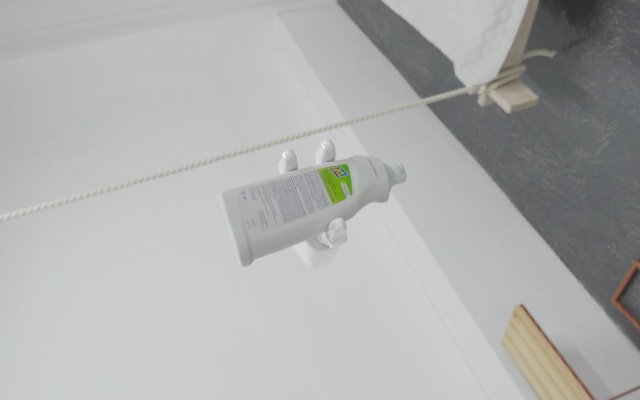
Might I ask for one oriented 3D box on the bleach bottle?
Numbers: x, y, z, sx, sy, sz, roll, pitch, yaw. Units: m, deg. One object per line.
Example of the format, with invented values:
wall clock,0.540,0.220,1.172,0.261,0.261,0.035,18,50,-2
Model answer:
bleach bottle,0.000,0.002,0.638,0.251,0.102,0.068,-17,-22,-13
